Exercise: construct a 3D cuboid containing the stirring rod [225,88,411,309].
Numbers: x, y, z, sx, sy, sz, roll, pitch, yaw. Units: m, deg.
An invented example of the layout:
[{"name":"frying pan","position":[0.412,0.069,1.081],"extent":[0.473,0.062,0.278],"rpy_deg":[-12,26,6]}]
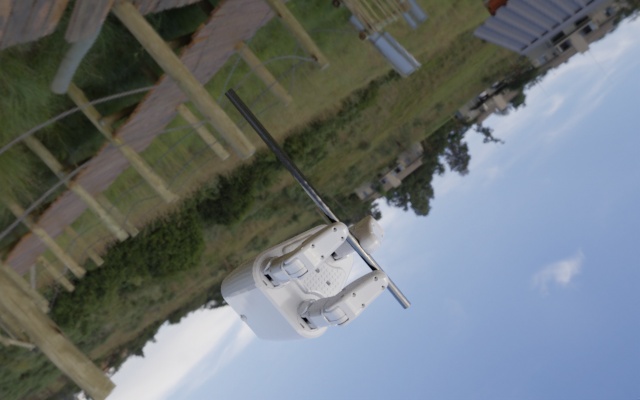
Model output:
[{"name":"stirring rod","position":[0.000,0.001,0.409],"extent":[0.011,0.239,0.011],"rpy_deg":[-39,6,5]}]
